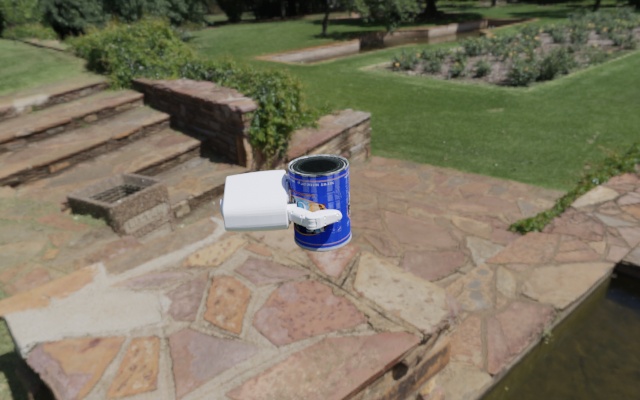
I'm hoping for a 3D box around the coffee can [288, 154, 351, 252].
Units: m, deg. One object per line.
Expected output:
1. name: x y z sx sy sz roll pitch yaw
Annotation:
1. coffee can: 0.000 0.003 0.825 0.103 0.140 0.102 -3 24 1
